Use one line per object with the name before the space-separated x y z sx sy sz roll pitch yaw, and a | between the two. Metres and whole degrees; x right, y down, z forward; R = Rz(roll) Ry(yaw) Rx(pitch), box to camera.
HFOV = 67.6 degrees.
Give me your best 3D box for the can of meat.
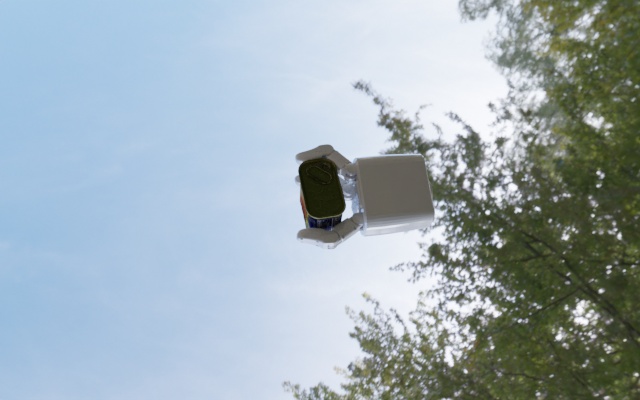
can of meat | 0.000 0.003 0.719 0.057 0.102 0.084 -9 -31 -8
